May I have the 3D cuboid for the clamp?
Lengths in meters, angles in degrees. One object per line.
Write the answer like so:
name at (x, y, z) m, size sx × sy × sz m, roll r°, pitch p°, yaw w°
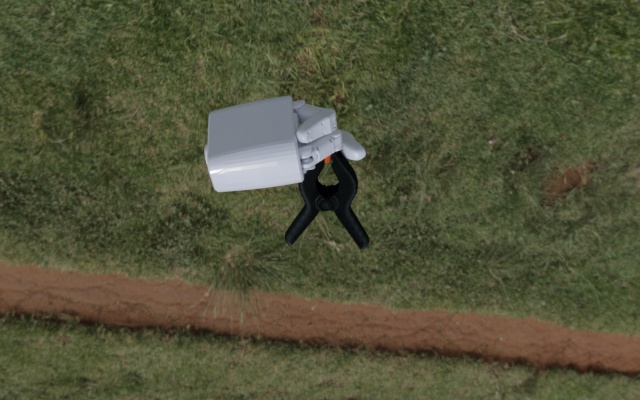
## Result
clamp at (0.000, 0.002, 0.649) m, size 0.120 × 0.172 × 0.039 m, roll -7°, pitch 32°, yaw 3°
